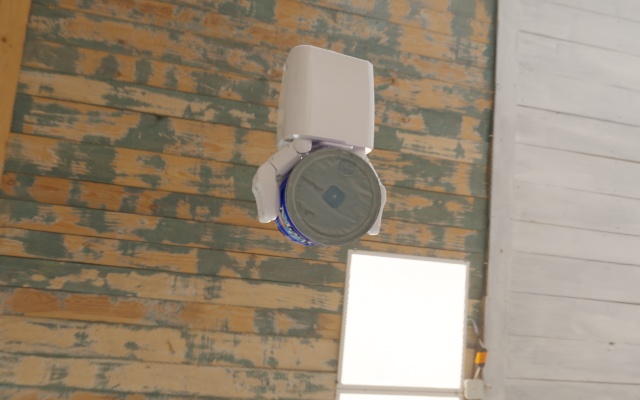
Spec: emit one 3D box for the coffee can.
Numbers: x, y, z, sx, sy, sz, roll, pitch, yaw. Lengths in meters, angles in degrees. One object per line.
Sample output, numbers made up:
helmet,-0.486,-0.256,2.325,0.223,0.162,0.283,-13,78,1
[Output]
coffee can,0.000,0.002,0.560,0.103,0.103,0.140,0,-5,-12
